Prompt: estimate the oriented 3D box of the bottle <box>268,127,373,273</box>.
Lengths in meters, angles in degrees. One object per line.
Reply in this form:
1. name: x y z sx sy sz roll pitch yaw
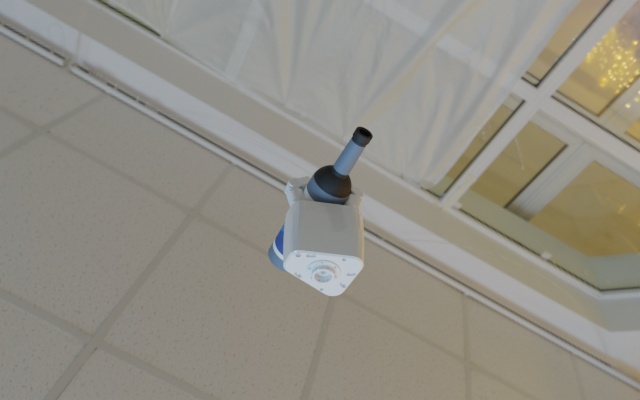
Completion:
1. bottle: 0.000 0.003 0.775 0.069 0.069 0.296 0 -43 -37
